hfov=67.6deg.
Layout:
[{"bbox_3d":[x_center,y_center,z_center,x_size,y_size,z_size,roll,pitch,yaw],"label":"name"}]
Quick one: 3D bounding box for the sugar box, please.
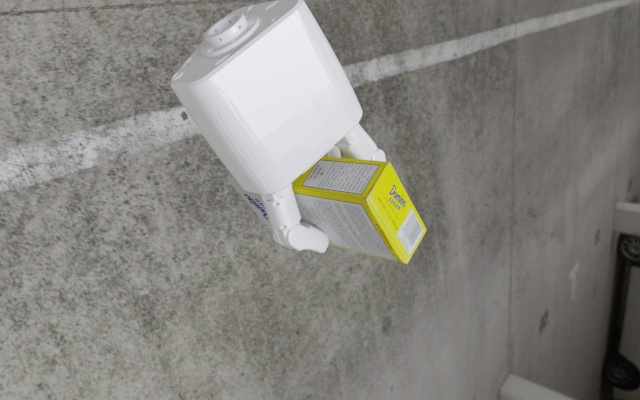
[{"bbox_3d":[0.000,0.001,0.444,0.176,0.048,0.093,13,-31,43],"label":"sugar box"}]
